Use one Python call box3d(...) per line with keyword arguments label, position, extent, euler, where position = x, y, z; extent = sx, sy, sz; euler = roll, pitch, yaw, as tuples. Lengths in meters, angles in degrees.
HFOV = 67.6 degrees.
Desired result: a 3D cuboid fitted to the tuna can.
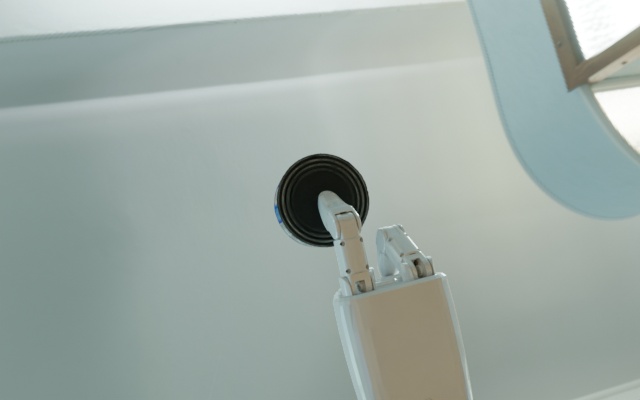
box3d(label="tuna can", position=(0.000, 0.001, 0.447), extent=(0.086, 0.086, 0.034), euler=(0, -7, -12))
